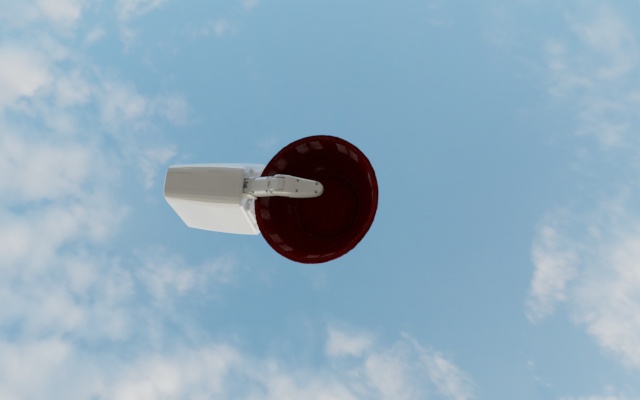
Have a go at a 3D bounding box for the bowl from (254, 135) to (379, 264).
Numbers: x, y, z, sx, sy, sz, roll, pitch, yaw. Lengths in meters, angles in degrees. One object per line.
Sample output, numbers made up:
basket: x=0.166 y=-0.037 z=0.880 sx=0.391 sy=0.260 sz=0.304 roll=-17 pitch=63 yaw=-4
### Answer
bowl: x=0.001 y=0.002 z=0.603 sx=0.162 sy=0.162 sz=0.055 roll=0 pitch=-13 yaw=20
